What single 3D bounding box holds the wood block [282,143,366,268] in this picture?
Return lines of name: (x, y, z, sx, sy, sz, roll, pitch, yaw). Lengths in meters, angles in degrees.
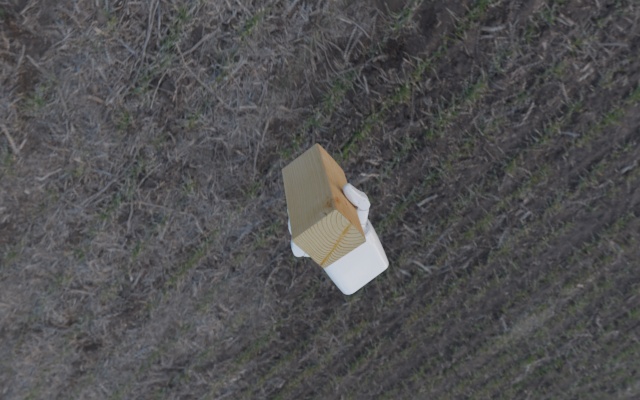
wood block: (0.001, 0.003, 0.835, 0.091, 0.090, 0.206, -35, 35, 15)
